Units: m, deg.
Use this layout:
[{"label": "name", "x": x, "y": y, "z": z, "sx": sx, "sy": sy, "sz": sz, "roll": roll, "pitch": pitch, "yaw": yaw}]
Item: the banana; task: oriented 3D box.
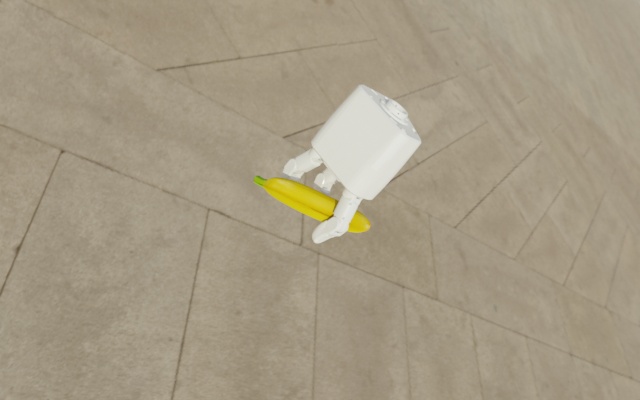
[{"label": "banana", "x": 0.002, "y": 0.007, "z": 0.689, "sx": 0.198, "sy": 0.037, "sz": 0.069, "roll": 25, "pitch": 11, "yaw": -21}]
